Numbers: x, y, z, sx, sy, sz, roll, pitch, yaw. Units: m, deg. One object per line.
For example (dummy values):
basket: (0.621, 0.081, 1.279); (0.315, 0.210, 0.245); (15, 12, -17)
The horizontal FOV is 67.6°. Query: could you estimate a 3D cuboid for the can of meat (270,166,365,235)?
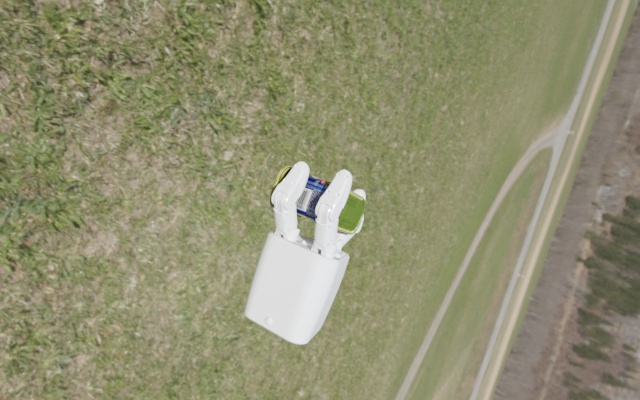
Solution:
can of meat: (0.000, 0.002, 0.603); (0.084, 0.057, 0.102); (21, -1, 29)
